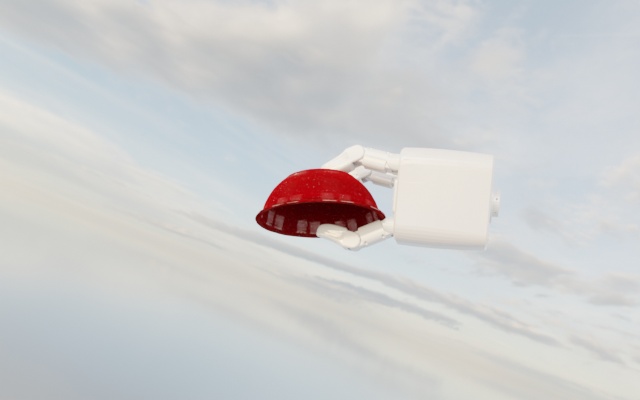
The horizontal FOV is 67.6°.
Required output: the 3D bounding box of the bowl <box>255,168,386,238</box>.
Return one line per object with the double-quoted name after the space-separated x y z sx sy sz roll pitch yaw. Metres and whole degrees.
-0.001 0.002 0.600 0.162 0.055 0.162 -1 -19 0 "bowl"
